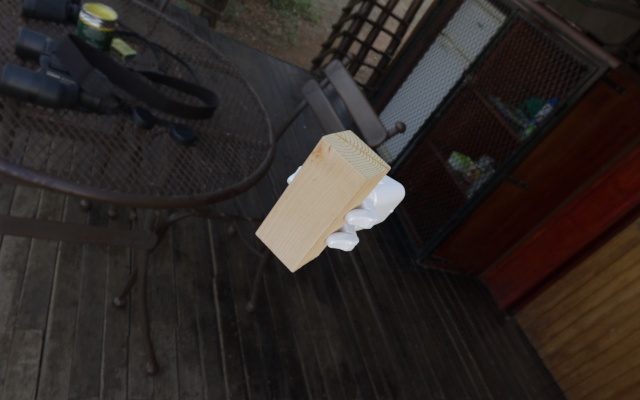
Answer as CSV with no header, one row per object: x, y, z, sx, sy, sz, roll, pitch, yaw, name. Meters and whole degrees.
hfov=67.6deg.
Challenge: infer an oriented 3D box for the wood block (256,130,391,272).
0.000,0.002,0.737,0.091,0.206,0.090,45,31,13,wood block
